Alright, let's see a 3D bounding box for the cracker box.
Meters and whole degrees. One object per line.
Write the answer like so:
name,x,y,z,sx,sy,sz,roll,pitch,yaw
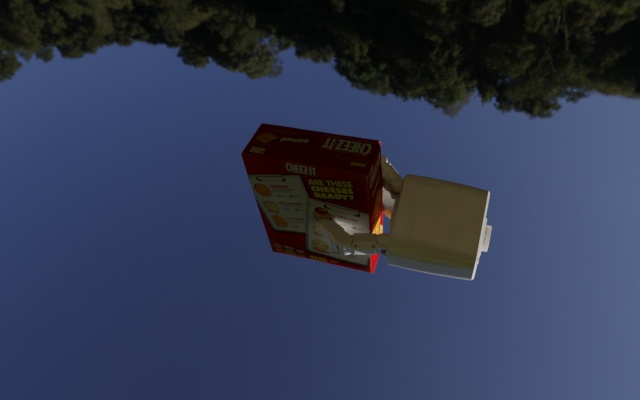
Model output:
cracker box,0.000,0.002,0.659,0.164,0.072,0.214,11,-38,17
